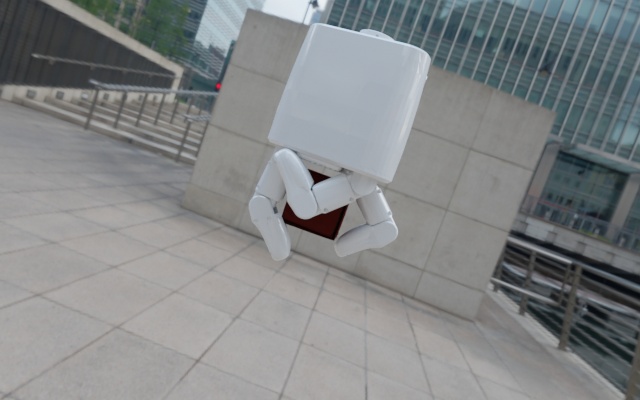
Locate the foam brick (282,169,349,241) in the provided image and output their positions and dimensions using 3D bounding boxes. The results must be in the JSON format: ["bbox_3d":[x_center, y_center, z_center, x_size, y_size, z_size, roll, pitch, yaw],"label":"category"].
[{"bbox_3d":[0.000,0.002,0.450,0.053,0.051,0.078,19,4,3],"label":"foam brick"}]
